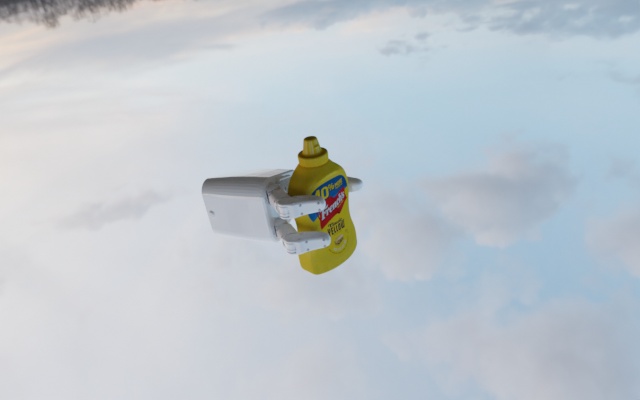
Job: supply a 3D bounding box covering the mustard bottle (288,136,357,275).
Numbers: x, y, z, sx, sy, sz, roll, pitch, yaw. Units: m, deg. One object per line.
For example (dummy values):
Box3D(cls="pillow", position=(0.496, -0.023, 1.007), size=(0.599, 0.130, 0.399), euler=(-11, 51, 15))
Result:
Box3D(cls="mustard bottle", position=(0.000, 0.002, 0.664), size=(0.096, 0.192, 0.058), euler=(-30, 34, -34))
